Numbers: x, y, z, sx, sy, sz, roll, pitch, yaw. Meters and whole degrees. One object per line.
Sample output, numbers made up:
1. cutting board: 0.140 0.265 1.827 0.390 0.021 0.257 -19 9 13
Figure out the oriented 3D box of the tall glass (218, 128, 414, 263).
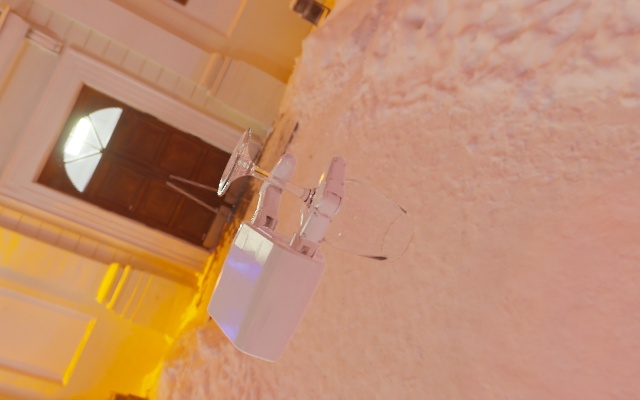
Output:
1. tall glass: 0.000 0.001 0.501 0.201 0.079 0.079 25 -8 -18
